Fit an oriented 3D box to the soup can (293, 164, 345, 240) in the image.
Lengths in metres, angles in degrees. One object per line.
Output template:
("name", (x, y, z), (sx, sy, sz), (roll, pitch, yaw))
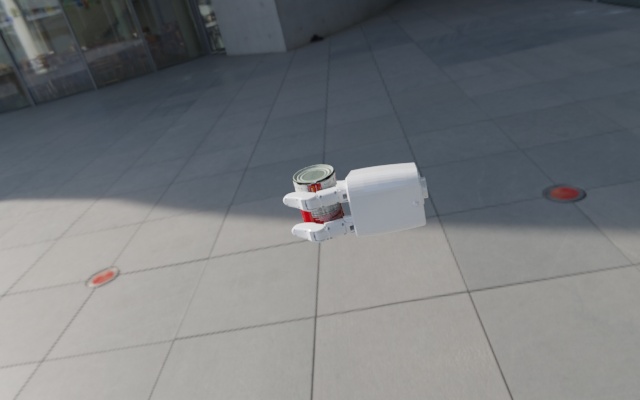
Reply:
("soup can", (0.000, 0.002, 0.755), (0.068, 0.102, 0.068), (-11, 26, 6))
